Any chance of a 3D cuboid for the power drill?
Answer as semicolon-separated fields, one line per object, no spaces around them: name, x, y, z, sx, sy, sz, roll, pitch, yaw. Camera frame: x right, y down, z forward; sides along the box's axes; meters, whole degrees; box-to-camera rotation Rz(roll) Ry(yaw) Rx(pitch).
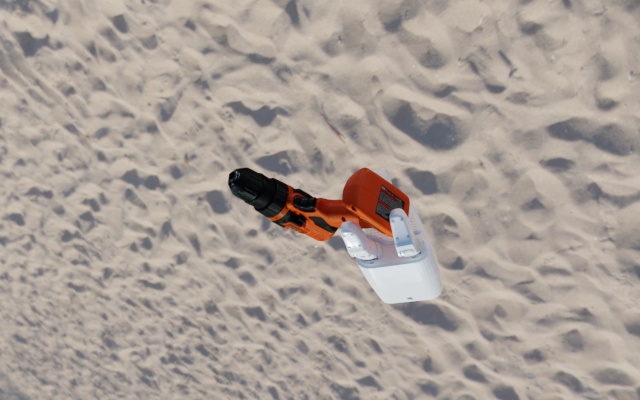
power drill;0.001;0.002;0.595;0.187;0.057;0.184;-2;-23;46
